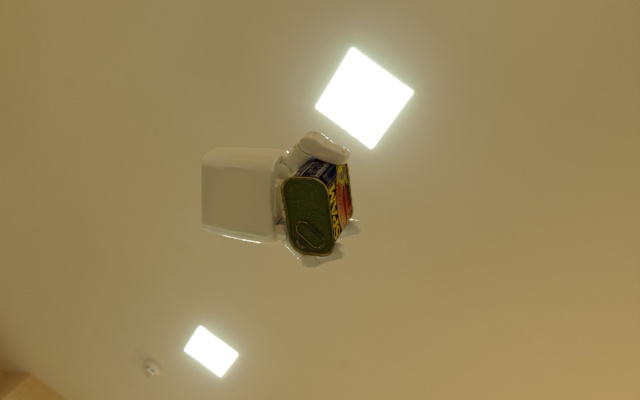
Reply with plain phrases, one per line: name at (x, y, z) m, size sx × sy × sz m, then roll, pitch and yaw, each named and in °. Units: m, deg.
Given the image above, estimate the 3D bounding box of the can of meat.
can of meat at (0.000, 0.002, 0.574) m, size 0.057 × 0.102 × 0.084 m, roll 4°, pitch 28°, yaw 22°
